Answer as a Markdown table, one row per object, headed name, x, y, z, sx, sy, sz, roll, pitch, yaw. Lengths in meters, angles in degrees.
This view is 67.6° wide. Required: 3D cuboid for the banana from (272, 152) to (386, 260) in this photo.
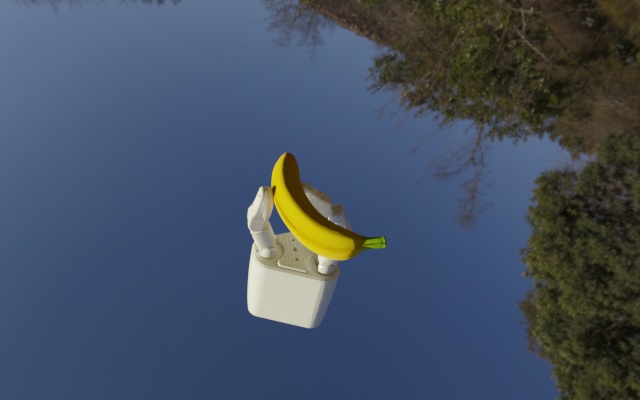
| name | x | y | z | sx | sy | sz | roll | pitch | yaw |
| --- | --- | --- | --- | --- | --- | --- | --- | --- | --- |
| banana | -0.013 | 0.009 | 0.543 | 0.069 | 0.037 | 0.197 | -20 | 46 | -29 |
